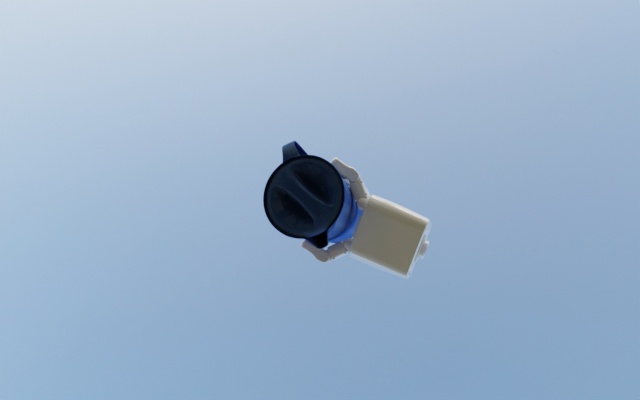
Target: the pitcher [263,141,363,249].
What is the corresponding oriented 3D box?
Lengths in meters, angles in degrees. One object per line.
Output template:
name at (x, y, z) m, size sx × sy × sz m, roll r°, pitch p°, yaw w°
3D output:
pitcher at (0.000, 0.003, 0.849) m, size 0.145 × 0.149 × 0.243 m, roll 22°, pitch -3°, yaw 18°
